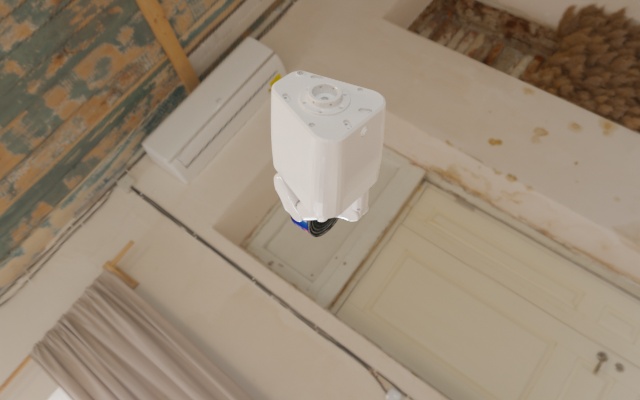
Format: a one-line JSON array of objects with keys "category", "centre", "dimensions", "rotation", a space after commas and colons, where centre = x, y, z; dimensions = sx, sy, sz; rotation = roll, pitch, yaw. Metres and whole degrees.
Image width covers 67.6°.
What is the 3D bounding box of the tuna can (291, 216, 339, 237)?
[{"category": "tuna can", "centre": [0.000, 0.002, 0.616], "dimensions": [0.033, 0.086, 0.086], "rotation": [30, 14, 25]}]
